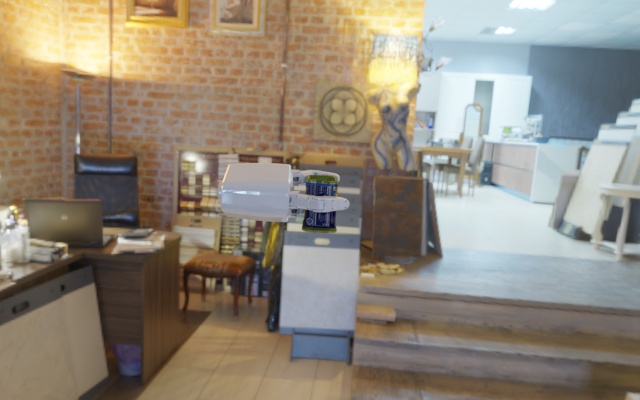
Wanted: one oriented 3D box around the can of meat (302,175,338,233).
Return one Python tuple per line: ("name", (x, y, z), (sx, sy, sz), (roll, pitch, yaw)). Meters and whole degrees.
("can of meat", (0.000, 0.002, 0.793), (0.057, 0.084, 0.102), (3, 8, -1))
